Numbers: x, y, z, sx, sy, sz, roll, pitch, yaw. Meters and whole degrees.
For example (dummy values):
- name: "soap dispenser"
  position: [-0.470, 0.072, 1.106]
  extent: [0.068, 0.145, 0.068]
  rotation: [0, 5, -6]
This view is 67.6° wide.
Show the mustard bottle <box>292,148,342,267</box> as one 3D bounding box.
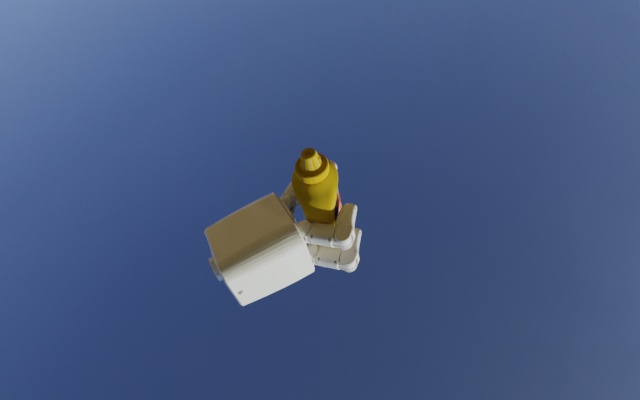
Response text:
- name: "mustard bottle"
  position: [0.000, 0.002, 0.624]
  extent: [0.058, 0.096, 0.192]
  rotation: [-7, -37, 6]
